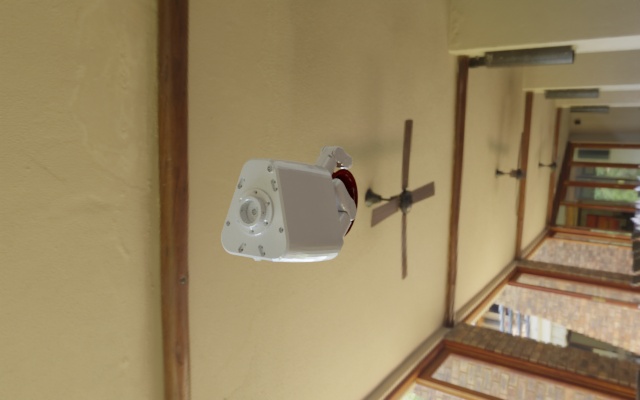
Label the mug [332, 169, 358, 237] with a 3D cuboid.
[{"bbox_3d":[0.001,0.002,0.654,0.081,0.093,0.117,6,-1,31],"label":"mug"}]
